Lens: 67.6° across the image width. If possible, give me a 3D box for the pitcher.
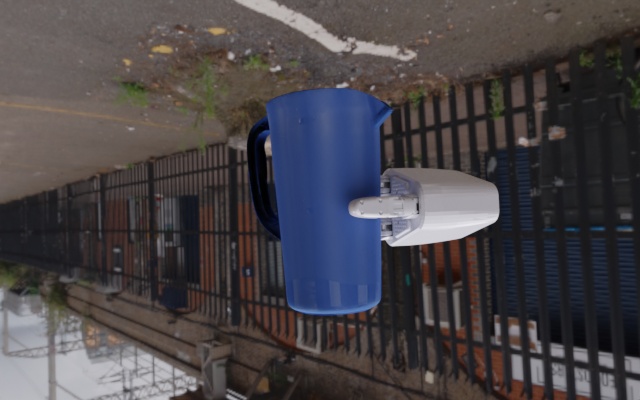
[{"bbox_3d":[0.000,0.002,0.556,0.145,0.243,0.149,-2,-2,-19],"label":"pitcher"}]
